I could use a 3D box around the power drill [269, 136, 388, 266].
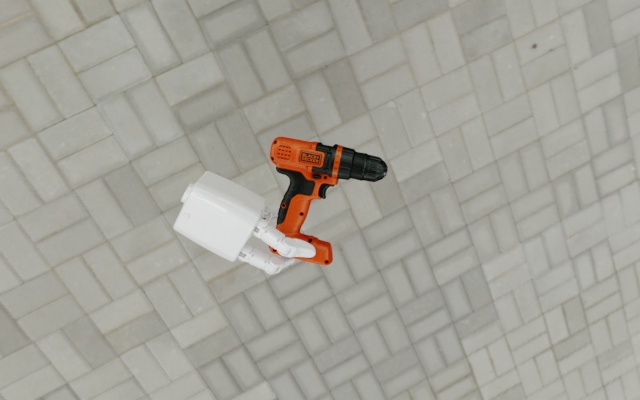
[{"bbox_3d":[0.000,0.003,0.753,0.184,0.187,0.057,12,8,5],"label":"power drill"}]
